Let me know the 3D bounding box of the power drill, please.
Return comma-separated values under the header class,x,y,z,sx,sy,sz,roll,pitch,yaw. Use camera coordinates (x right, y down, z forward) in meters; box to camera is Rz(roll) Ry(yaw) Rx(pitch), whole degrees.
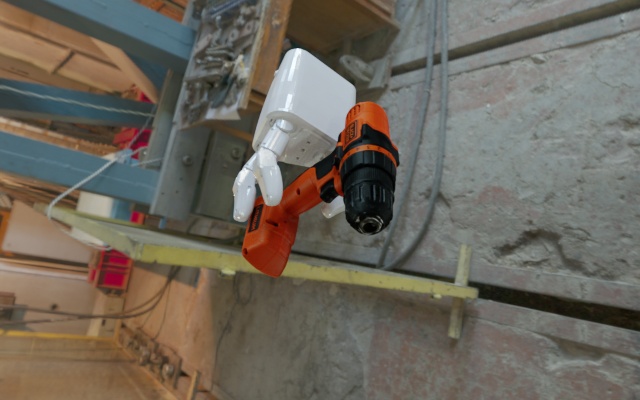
class,x,y,z,sx,sy,sz,roll,pitch,yaw
power drill,0.000,0.002,0.485,0.057,0.184,0.188,40,-58,-22
